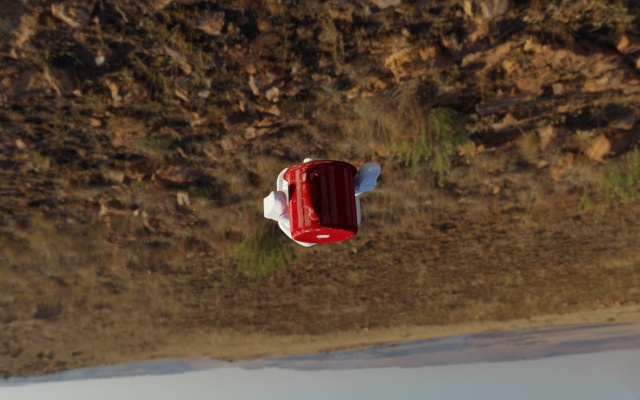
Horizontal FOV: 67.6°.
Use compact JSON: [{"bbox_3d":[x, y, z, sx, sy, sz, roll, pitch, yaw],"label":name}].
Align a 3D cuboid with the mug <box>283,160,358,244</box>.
[{"bbox_3d":[0.000,0.002,0.568,0.093,0.081,0.117,-7,-17,9],"label":"mug"}]
